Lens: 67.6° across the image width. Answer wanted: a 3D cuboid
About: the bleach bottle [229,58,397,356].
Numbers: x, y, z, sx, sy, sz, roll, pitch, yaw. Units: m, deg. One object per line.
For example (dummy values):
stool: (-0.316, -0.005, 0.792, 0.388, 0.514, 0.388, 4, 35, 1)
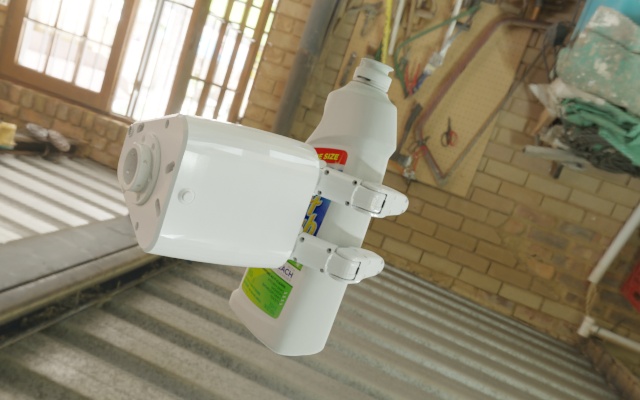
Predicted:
bleach bottle: (0.000, 0.001, 0.419, 0.068, 0.251, 0.102, 11, 12, -41)
